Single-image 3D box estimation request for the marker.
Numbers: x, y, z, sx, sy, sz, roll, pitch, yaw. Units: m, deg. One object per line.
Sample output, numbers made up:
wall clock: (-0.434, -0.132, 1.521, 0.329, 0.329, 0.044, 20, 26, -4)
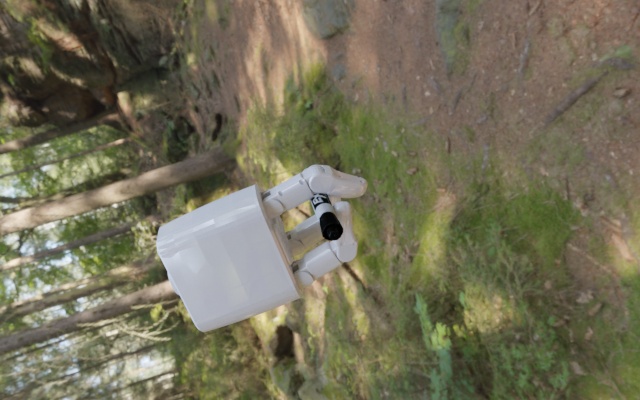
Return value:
marker: (0.000, 0.001, 0.451, 0.020, 0.020, 0.121, 0, 28, -12)
